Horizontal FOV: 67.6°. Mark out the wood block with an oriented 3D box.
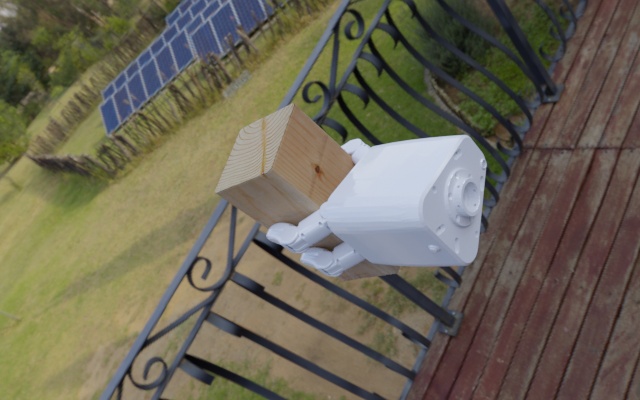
[{"bbox_3d":[0.000,0.001,0.534,0.090,0.090,0.206,-17,-44,40],"label":"wood block"}]
